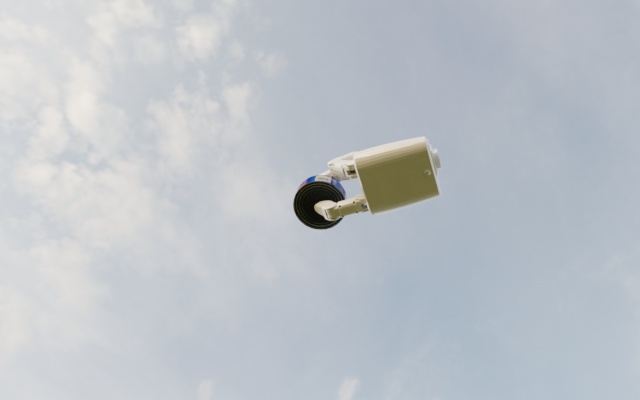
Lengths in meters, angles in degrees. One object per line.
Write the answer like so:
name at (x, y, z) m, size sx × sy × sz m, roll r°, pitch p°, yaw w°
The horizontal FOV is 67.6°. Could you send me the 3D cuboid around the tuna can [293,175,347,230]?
tuna can at (0.000, 0.002, 0.778) m, size 0.086 × 0.086 × 0.033 m, roll 0°, pitch 24°, yaw 7°
